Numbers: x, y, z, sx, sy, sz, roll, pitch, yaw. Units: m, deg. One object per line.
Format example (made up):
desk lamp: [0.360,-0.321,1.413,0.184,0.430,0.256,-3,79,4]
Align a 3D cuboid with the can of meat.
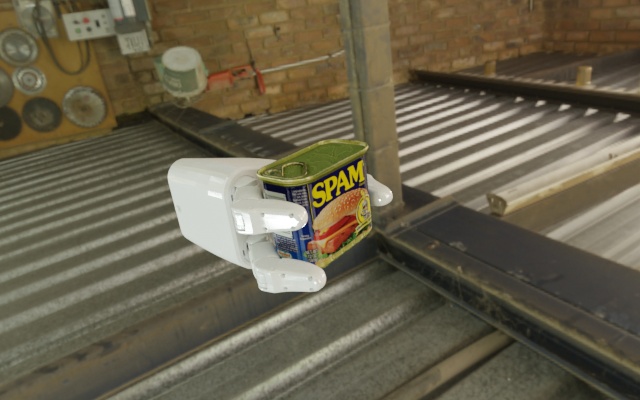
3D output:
can of meat: [0.000,0.002,0.418,0.057,0.084,0.102,12,30,39]
